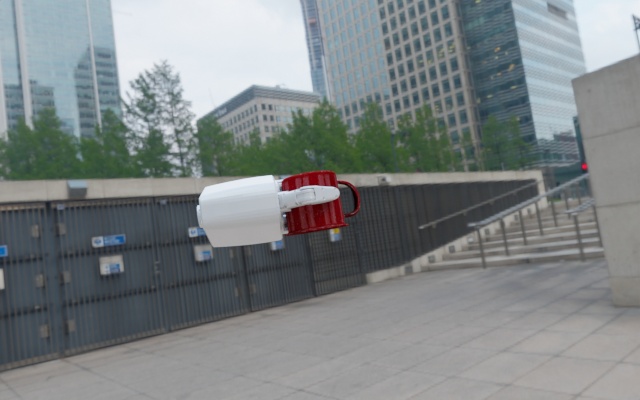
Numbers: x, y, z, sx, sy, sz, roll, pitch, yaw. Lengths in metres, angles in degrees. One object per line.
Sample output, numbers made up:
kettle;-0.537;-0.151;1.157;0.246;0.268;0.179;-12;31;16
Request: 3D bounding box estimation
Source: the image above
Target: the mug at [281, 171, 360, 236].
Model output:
mug;0.002;0.002;0.693;0.117;0.081;0.093;-9;-5;-8
